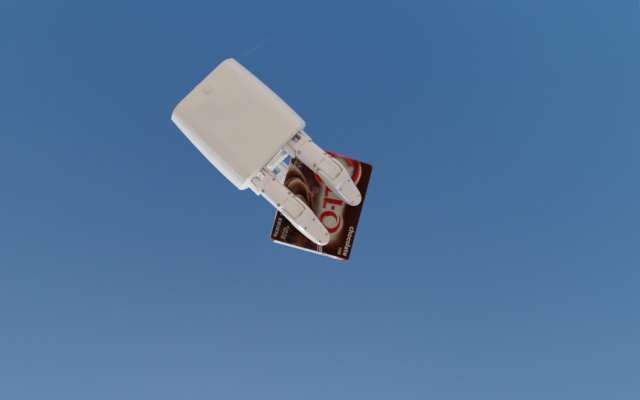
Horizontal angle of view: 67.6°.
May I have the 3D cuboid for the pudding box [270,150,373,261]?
[{"bbox_3d":[0.000,0.002,0.532,0.090,0.113,0.039,16,-6,-8],"label":"pudding box"}]
